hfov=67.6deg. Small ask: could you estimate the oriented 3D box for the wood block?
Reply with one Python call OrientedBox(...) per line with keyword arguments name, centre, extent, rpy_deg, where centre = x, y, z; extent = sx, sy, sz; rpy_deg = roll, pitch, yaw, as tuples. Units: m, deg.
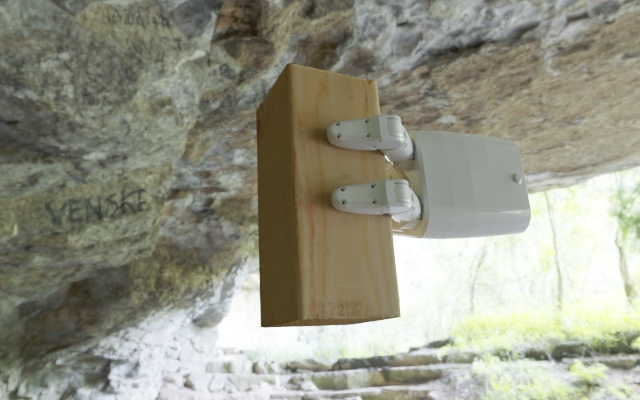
OrientedBox(name="wood block", centre=(0.000, 0.001, 0.416), extent=(0.090, 0.206, 0.091), rpy_deg=(5, -19, -24))
